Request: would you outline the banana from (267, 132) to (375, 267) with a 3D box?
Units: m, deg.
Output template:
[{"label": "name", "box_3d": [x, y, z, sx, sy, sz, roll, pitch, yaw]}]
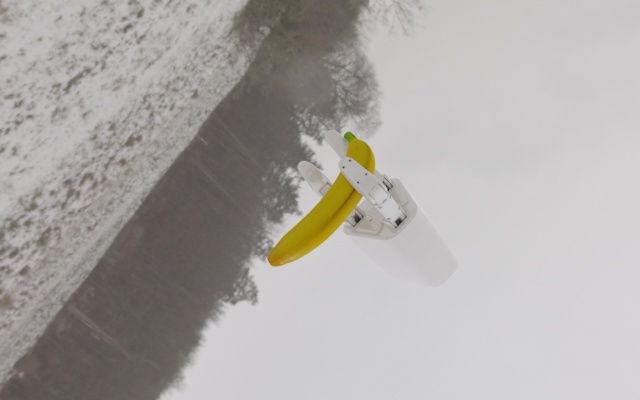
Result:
[{"label": "banana", "box_3d": [0.013, 0.000, 0.552, 0.037, 0.197, 0.069, 46, -24, -28]}]
